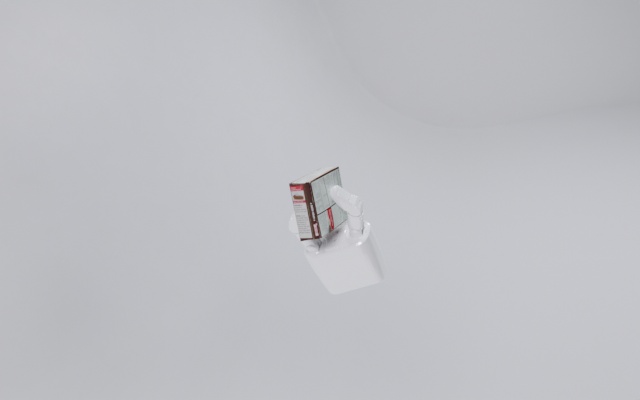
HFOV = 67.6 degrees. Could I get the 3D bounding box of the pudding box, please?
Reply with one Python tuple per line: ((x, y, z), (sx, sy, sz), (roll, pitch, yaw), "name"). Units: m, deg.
((0.000, 0.002, 0.734), (0.039, 0.090, 0.113), (-6, 12, 25), "pudding box")
